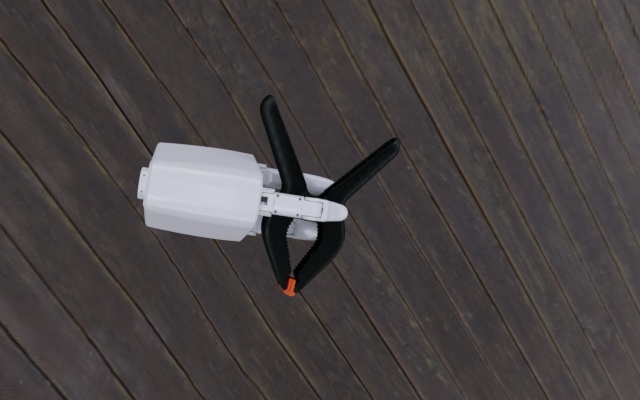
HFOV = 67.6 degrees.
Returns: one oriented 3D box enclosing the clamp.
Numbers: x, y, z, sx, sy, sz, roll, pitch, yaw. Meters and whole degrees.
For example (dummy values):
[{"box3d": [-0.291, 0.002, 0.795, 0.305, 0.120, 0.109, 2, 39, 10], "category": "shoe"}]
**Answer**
[{"box3d": [0.000, 0.002, 0.529, 0.164, 0.210, 0.036, 9, 0, -14], "category": "clamp"}]
